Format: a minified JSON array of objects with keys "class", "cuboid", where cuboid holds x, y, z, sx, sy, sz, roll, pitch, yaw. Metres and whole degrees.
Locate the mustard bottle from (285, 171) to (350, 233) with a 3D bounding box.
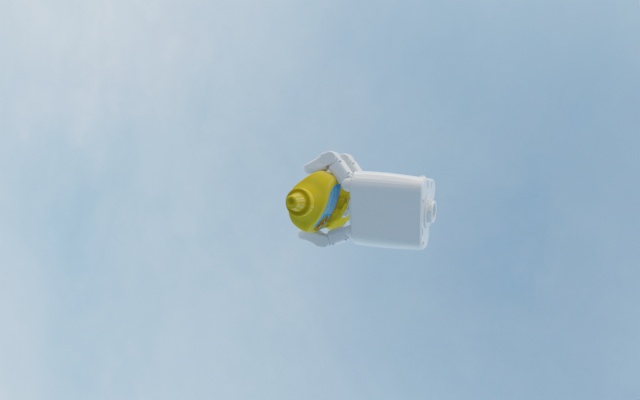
[{"class":"mustard bottle","cuboid":[0.000,0.002,0.734,0.058,0.096,0.191,31,13,21]}]
